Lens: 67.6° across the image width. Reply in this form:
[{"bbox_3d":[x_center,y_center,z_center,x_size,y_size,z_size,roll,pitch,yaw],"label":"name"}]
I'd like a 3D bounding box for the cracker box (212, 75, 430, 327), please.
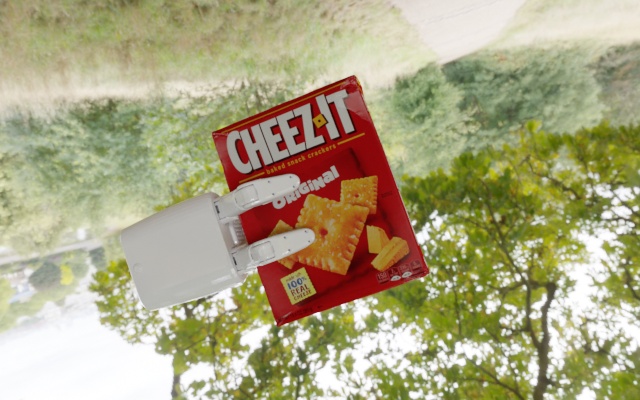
[{"bbox_3d":[0.000,0.002,0.501,0.164,0.213,0.072,-20,-4,8],"label":"cracker box"}]
